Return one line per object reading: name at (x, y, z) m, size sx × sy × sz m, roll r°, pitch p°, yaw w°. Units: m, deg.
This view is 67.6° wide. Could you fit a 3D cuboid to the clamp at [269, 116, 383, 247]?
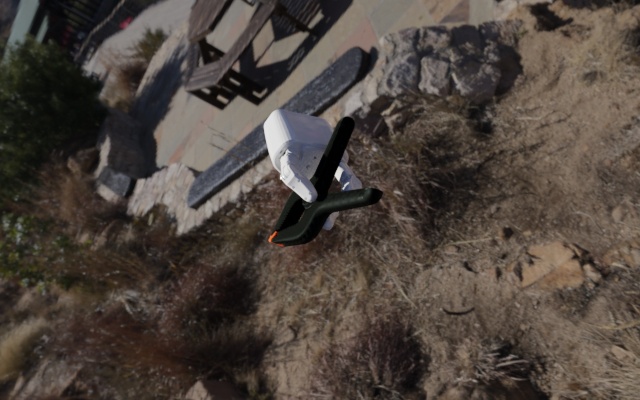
clamp at (-0.001, 0.002, 0.663) m, size 0.036 × 0.210 × 0.164 m, roll 25°, pitch 27°, yaw -32°
